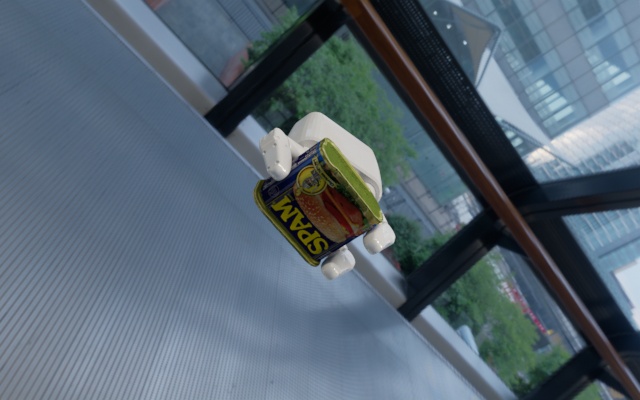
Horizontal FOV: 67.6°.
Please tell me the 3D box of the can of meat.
[{"bbox_3d":[0.000,0.001,0.467,0.084,0.102,0.057,-34,19,18],"label":"can of meat"}]
